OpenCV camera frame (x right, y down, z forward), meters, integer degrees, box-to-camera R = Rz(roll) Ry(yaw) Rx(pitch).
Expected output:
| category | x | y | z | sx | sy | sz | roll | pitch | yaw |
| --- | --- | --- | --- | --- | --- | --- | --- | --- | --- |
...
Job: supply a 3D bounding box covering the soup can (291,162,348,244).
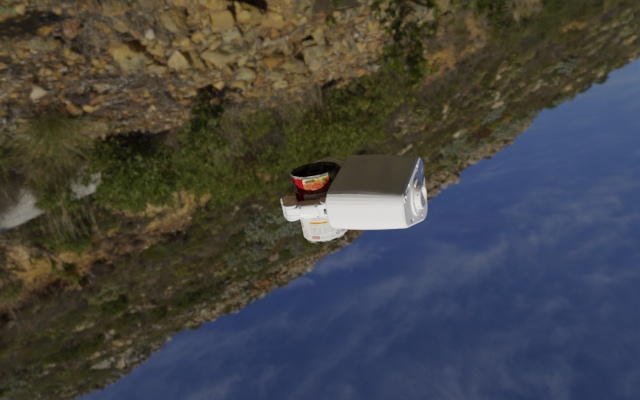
| category | x | y | z | sx | sy | sz | roll | pitch | yaw |
| --- | --- | --- | --- | --- | --- | --- | --- | --- | --- |
| soup can | 0.000 | 0.003 | 0.690 | 0.068 | 0.102 | 0.068 | -9 | 20 | 3 |
